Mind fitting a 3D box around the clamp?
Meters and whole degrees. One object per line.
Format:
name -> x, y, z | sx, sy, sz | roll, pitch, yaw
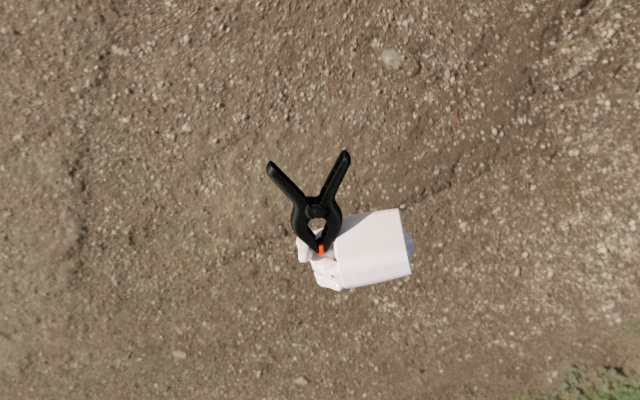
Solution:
clamp -> 0.000, 0.003, 0.709 | 0.120, 0.172, 0.039 | -13, 32, 7
